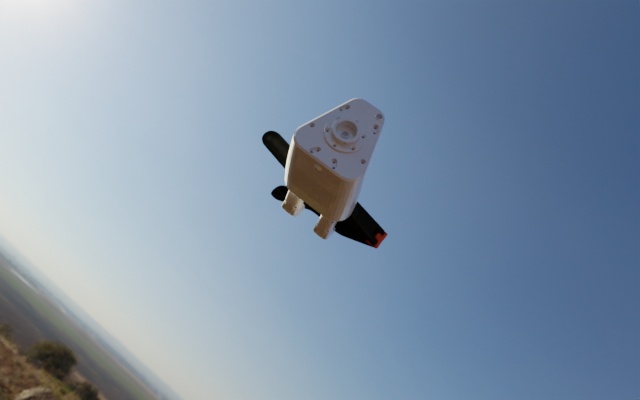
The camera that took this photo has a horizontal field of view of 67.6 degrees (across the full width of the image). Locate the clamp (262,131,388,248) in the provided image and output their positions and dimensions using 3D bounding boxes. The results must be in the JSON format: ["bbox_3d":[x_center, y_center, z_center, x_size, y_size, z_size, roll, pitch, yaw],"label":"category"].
[{"bbox_3d":[0.001,0.002,0.689,0.210,0.036,0.165,37,-22,10],"label":"clamp"}]
